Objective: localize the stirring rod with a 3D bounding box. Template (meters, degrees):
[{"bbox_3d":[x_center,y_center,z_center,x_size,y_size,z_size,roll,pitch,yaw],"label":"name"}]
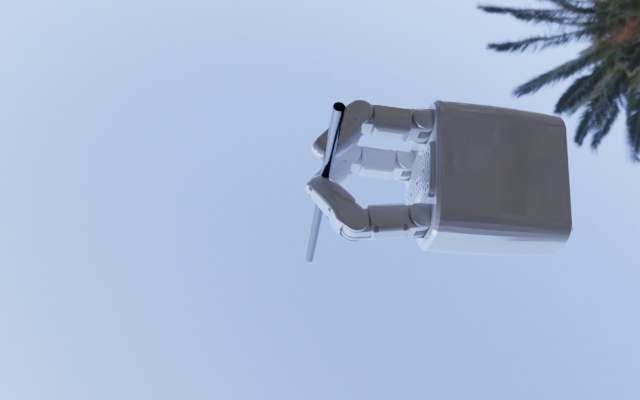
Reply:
[{"bbox_3d":[0.000,0.001,0.406,0.011,0.011,0.240,0,-30,-7],"label":"stirring rod"}]
